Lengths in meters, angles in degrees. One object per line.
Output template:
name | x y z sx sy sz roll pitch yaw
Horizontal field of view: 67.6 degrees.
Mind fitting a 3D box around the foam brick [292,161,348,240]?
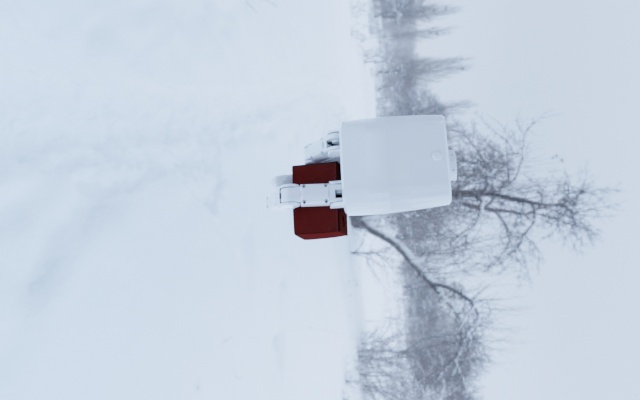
foam brick | 0.000 0.002 0.526 0.051 0.078 0.053 -4 -10 10
